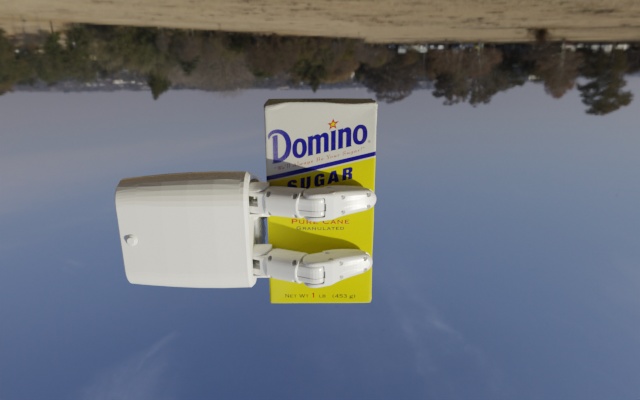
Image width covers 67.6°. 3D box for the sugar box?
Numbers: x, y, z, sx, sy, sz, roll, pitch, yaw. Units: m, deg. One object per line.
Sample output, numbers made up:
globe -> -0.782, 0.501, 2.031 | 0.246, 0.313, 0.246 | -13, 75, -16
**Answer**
sugar box -> 0.000, 0.002, 0.416 | 0.093, 0.176, 0.048 | -1, 18, -1
